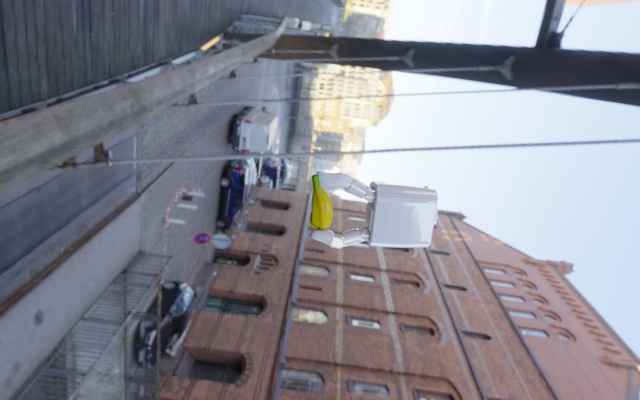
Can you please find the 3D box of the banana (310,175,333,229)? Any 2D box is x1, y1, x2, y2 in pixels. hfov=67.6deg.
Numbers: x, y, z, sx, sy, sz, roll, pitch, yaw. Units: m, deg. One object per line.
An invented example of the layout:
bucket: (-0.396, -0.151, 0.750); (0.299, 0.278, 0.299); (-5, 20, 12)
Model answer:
banana: (0.001, 0.019, 0.849); (0.037, 0.069, 0.198); (-1, -18, -3)
